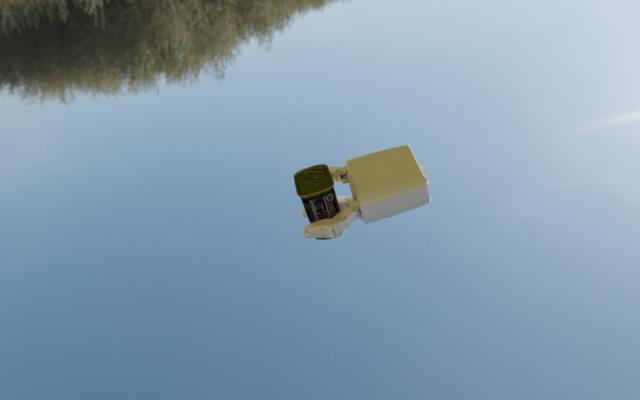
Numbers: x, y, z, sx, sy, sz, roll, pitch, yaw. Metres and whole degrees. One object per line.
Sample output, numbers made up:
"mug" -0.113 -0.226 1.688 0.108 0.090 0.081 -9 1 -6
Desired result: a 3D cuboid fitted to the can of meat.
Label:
"can of meat" 0.000 0.003 0.743 0.057 0.084 0.102 -18 26 0
